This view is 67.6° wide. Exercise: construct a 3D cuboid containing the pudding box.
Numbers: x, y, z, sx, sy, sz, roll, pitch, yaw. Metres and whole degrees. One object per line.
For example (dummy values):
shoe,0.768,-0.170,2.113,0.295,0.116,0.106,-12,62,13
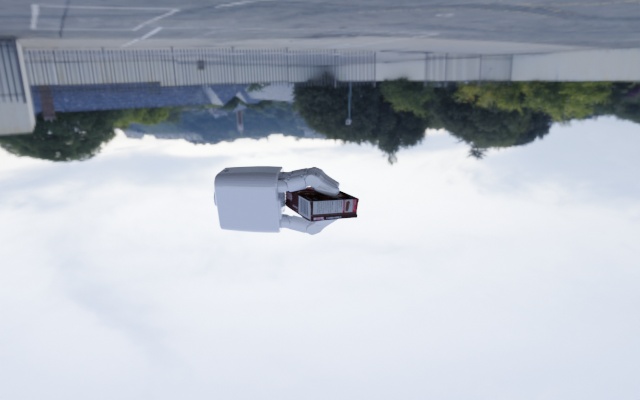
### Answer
pudding box,0.000,0.003,0.815,0.090,0.039,0.113,-4,17,-25
